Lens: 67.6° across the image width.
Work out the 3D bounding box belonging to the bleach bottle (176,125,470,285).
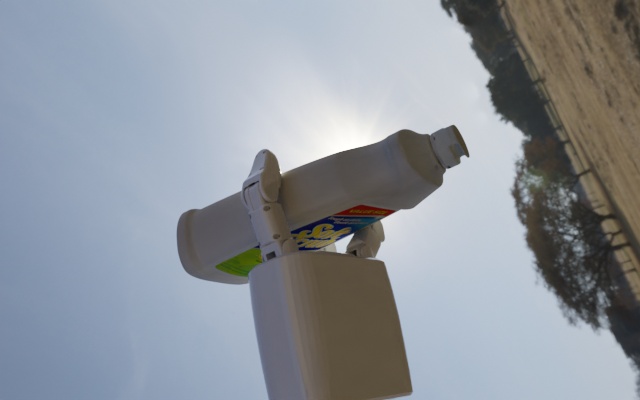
[{"bbox_3d":[0.000,0.001,0.408,0.251,0.068,0.102,-26,-28,26],"label":"bleach bottle"}]
